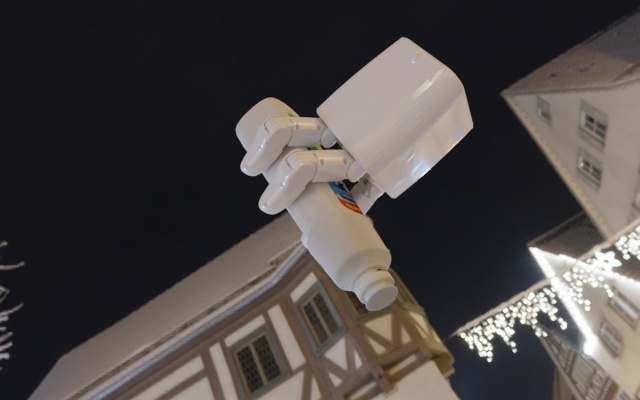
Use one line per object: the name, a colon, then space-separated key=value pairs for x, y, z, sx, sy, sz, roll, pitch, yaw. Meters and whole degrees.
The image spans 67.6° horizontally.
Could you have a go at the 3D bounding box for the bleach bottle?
bleach bottle: x=0.000 y=0.001 z=0.454 sx=0.103 sy=0.068 sz=0.250 roll=40 pitch=12 yaw=-47
